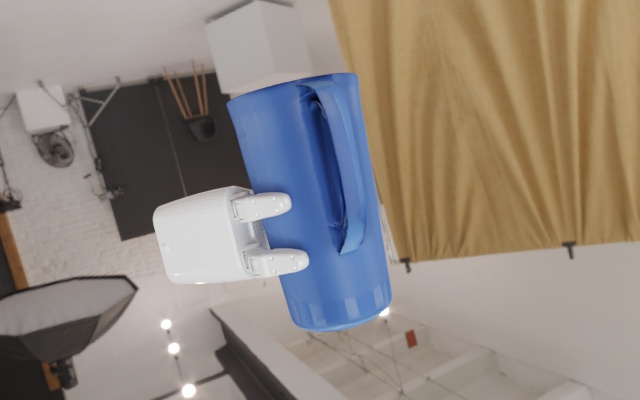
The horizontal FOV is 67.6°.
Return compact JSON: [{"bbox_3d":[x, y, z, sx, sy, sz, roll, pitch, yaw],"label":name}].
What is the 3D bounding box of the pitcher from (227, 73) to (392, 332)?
[{"bbox_3d":[0.000,0.002,0.477,0.145,0.243,0.149,-11,6,25],"label":"pitcher"}]
